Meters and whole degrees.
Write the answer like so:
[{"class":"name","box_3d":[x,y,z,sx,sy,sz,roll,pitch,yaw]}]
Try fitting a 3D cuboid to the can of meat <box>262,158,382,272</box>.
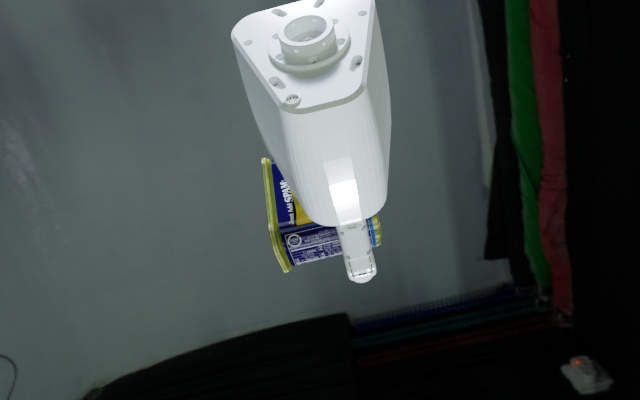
[{"class":"can of meat","box_3d":[0.000,0.001,0.405,0.084,0.102,0.057,-14,-41,2]}]
